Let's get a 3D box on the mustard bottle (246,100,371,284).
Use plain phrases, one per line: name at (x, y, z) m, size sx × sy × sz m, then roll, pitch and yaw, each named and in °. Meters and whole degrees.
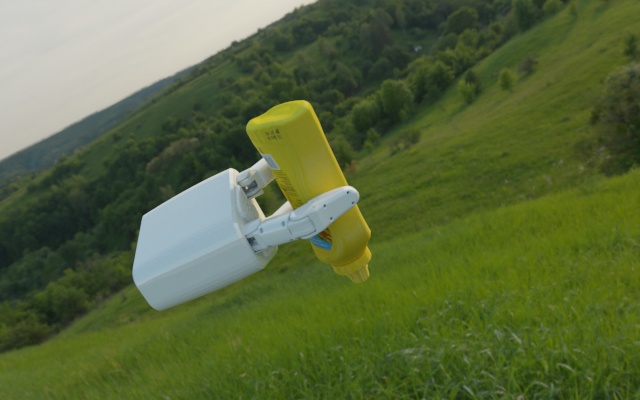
mustard bottle at (0.000, 0.001, 0.459) m, size 0.058 × 0.192 × 0.096 m, roll -34°, pitch 21°, yaw -17°
